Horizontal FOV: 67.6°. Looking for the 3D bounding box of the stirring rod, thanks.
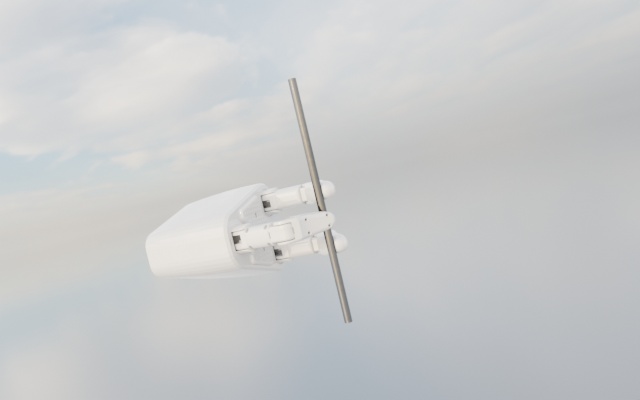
[{"bbox_3d":[0.000,0.002,0.460,0.011,0.239,0.011,-13,3,1],"label":"stirring rod"}]
